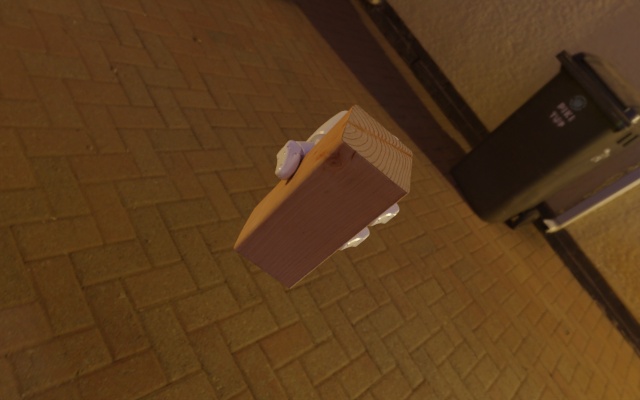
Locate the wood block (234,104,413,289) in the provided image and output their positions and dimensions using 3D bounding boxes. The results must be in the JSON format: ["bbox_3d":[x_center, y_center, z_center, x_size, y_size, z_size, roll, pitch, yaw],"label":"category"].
[{"bbox_3d":[0.000,0.001,0.557,0.206,0.091,0.090,-43,16,34],"label":"wood block"}]
